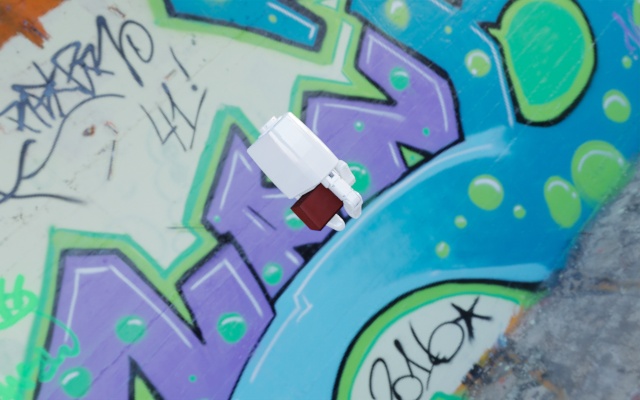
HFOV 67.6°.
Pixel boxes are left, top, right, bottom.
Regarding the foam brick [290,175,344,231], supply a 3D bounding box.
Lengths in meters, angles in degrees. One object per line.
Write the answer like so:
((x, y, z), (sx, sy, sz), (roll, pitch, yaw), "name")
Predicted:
((0.000, 0.003, 0.745), (0.051, 0.078, 0.053), (46, -16, -12), "foam brick")
